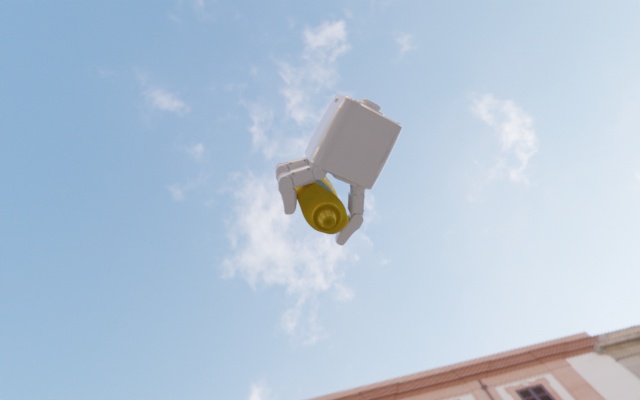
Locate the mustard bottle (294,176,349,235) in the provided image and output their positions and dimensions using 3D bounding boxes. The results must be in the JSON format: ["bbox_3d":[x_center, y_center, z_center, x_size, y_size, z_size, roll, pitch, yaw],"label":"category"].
[{"bbox_3d":[0.000,0.003,0.729,0.058,0.096,0.191,-39,17,4],"label":"mustard bottle"}]
